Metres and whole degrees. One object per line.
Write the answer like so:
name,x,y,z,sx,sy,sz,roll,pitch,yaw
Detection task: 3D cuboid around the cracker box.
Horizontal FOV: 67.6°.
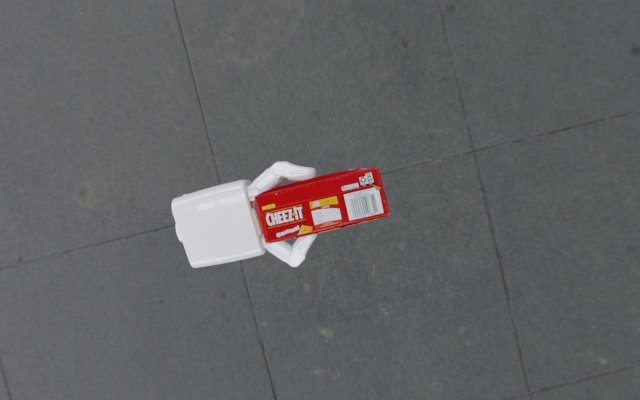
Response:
cracker box,0.000,0.002,0.701,0.164,0.072,0.213,-13,2,0
